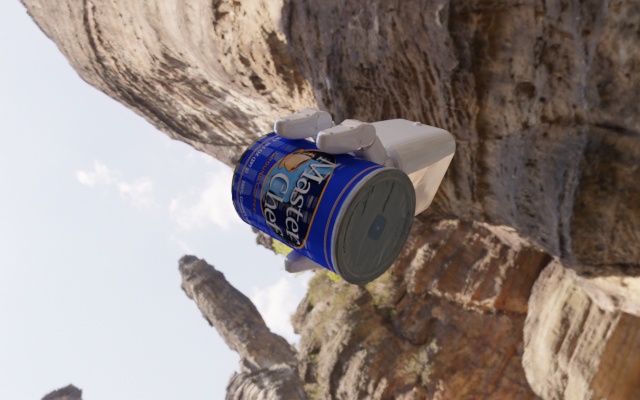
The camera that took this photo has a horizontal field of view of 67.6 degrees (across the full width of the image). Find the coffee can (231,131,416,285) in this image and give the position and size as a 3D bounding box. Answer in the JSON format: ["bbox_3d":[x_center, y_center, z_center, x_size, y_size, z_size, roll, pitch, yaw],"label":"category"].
[{"bbox_3d":[0.000,0.002,0.438,0.140,0.103,0.103,24,16,40],"label":"coffee can"}]
